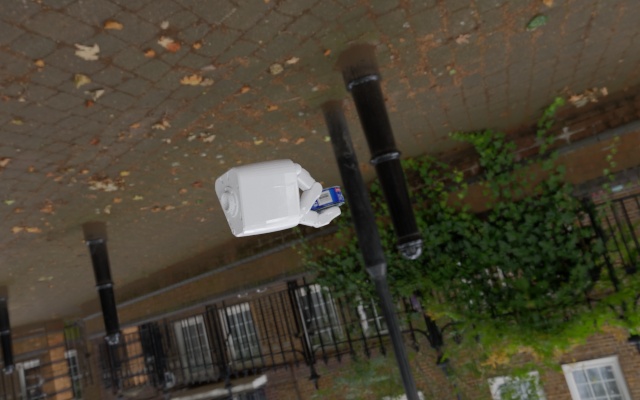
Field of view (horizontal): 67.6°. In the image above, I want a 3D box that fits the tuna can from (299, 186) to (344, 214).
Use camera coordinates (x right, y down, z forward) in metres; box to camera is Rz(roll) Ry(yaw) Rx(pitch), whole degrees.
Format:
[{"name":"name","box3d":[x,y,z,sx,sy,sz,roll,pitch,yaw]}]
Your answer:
[{"name":"tuna can","box3d":[0.000,0.003,0.880,0.086,0.033,0.086,-19,-7,-2]}]
